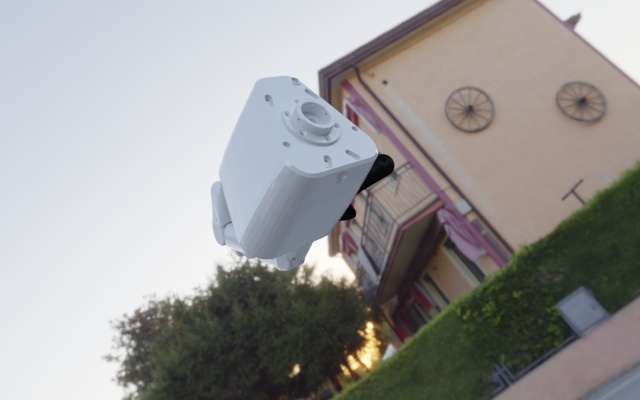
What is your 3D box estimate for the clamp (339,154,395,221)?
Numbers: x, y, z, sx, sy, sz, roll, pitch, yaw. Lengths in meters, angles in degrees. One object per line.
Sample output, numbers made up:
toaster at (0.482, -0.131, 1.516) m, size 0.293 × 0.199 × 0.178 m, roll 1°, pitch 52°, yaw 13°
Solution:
clamp at (0.000, 0.001, 0.502) m, size 0.171 × 0.039 × 0.120 m, roll -19°, pitch -27°, yaw -40°
